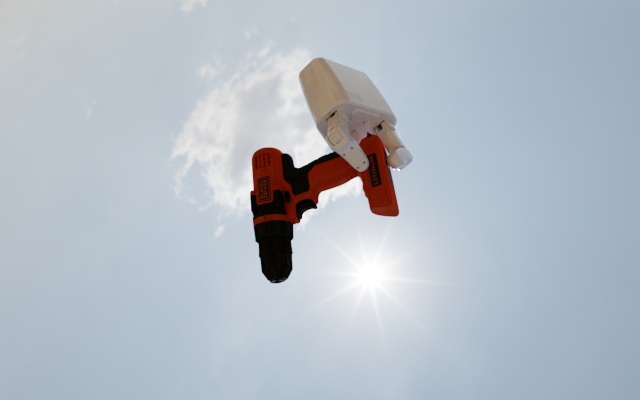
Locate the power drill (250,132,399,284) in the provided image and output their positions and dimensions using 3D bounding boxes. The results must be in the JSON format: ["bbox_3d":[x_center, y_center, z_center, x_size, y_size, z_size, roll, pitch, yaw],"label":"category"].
[{"bbox_3d":[0.001,0.002,0.606,0.187,0.184,0.057,-12,-19,14],"label":"power drill"}]
